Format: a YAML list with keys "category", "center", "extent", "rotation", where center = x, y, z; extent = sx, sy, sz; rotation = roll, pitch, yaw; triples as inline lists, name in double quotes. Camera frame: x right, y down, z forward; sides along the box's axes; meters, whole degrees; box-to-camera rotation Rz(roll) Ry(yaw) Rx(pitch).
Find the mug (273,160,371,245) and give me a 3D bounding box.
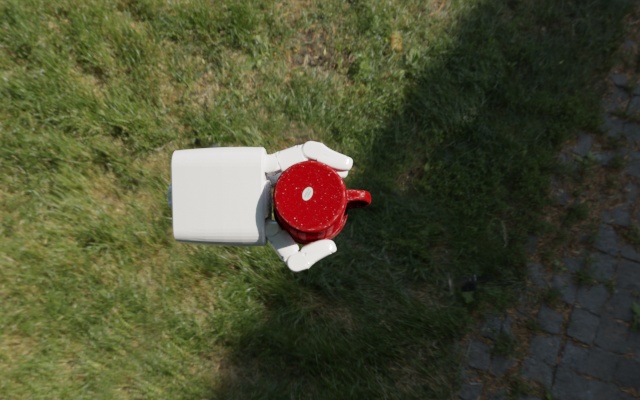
- category: "mug"
  center: [0.002, 0.002, 0.553]
  extent: [0.117, 0.093, 0.081]
  rotation: [-1, -11, -1]
